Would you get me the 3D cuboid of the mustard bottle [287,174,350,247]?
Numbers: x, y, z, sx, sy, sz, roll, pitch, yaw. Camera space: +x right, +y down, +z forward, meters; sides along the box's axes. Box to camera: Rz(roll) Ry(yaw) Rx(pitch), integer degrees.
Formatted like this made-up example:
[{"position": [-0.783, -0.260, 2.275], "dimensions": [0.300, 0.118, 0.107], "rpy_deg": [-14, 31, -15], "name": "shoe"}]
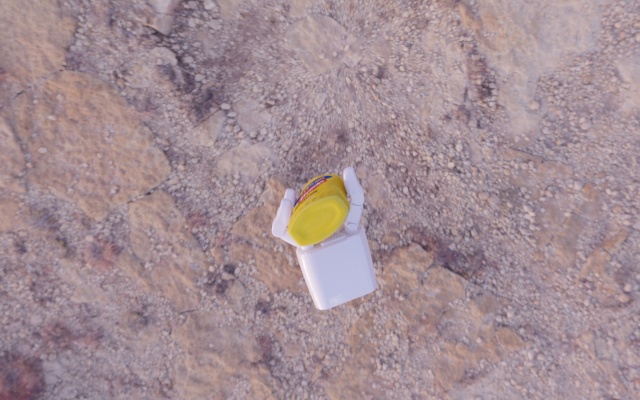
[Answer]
[{"position": [0.000, 0.002, 0.760], "dimensions": [0.096, 0.058, 0.191], "rpy_deg": [-39, 12, 13], "name": "mustard bottle"}]
